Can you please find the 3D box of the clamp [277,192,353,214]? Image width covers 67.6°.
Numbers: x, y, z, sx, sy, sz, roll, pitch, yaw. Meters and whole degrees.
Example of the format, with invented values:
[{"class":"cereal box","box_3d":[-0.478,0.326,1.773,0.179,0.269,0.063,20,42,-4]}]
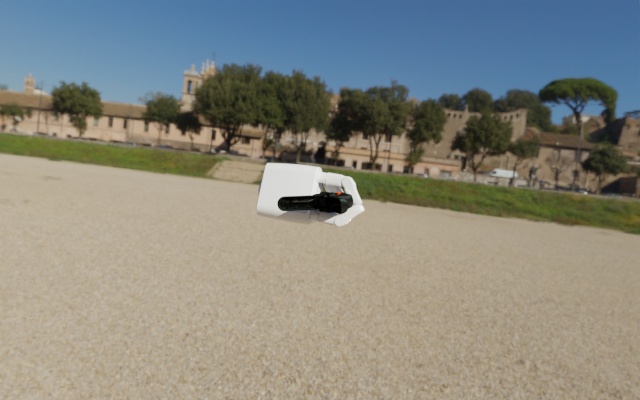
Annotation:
[{"class":"clamp","box_3d":[0.000,0.002,0.835,0.120,0.039,0.171,8,3,12]}]
